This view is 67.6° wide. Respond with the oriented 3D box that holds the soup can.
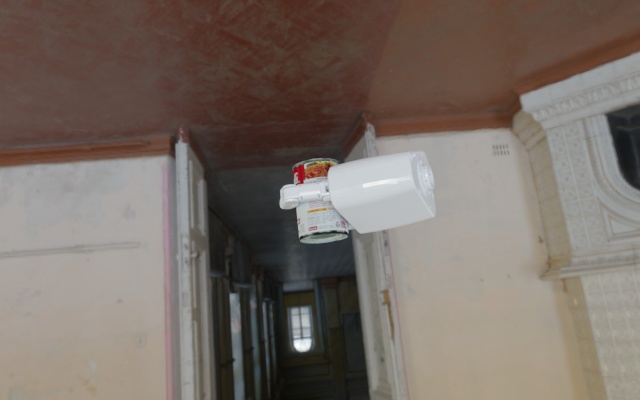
[{"bbox_3d":[0.000,0.002,0.647,0.068,0.102,0.068,-6,-14,-1],"label":"soup can"}]
